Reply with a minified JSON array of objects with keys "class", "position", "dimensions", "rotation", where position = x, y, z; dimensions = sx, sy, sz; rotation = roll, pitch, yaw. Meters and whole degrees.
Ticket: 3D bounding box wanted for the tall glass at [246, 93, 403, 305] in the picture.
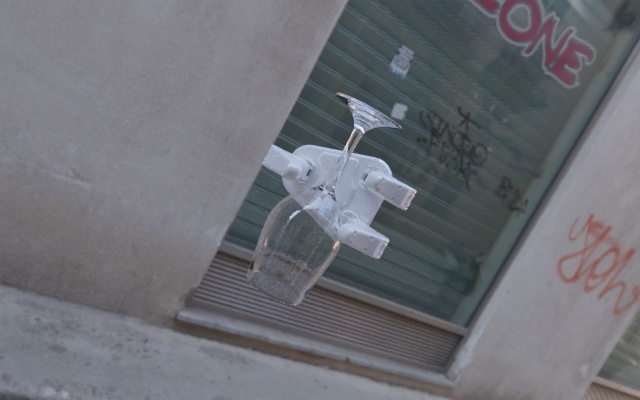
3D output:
[{"class":"tall glass","position":[0.000,0.001,0.470],"dimensions":[0.079,0.201,0.079],"rotation":[28,6,-3]}]
